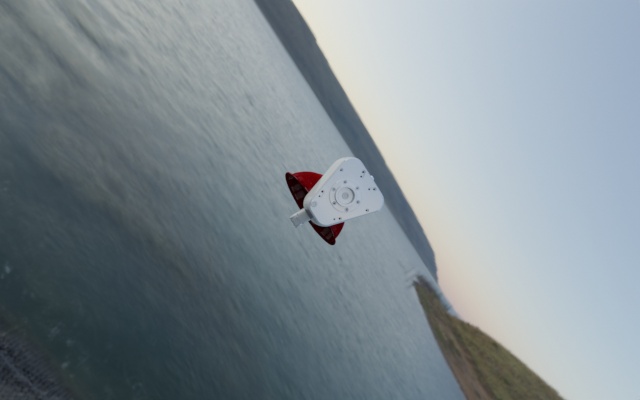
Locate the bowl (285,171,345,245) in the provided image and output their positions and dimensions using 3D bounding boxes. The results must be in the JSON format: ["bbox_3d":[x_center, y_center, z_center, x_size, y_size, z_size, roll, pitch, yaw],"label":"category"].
[{"bbox_3d":[0.000,0.003,0.896,0.055,0.162,0.162,-34,8,-13],"label":"bowl"}]
